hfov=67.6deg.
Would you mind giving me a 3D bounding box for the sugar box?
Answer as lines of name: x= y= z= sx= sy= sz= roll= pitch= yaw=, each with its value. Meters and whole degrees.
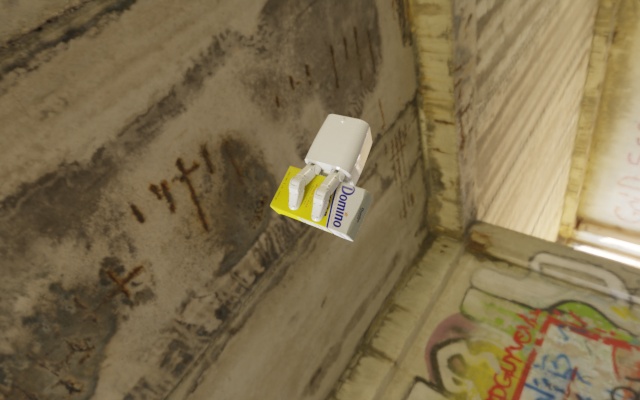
sugar box: x=0.000 y=0.003 z=0.896 sx=0.176 sy=0.093 sz=0.048 roll=18 pitch=-13 yaw=32
